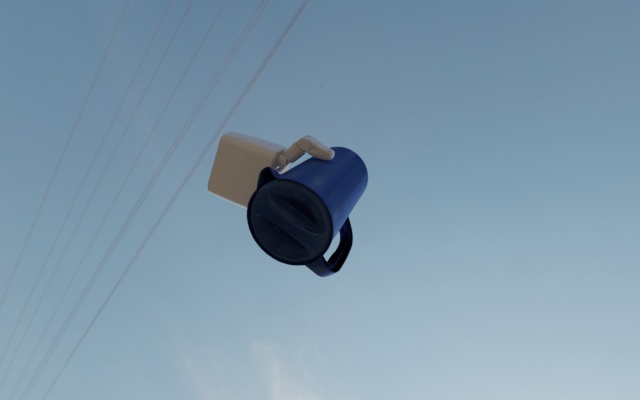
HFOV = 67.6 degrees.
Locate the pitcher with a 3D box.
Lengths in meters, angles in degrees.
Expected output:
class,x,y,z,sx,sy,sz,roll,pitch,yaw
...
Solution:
class,x,y,z,sx,sy,sz,roll,pitch,yaw
pitcher,0.000,0.002,0.769,0.145,0.149,0.242,19,26,15
